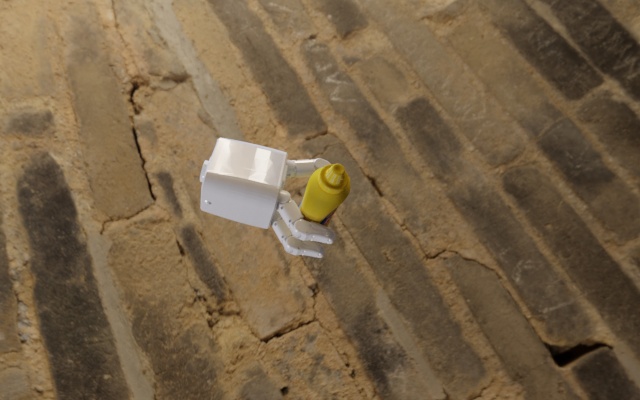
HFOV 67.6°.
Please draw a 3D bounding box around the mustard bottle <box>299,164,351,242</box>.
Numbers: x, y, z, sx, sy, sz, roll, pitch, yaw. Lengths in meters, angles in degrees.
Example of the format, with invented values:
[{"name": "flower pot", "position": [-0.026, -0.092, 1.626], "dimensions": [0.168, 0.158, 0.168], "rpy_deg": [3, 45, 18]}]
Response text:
[{"name": "mustard bottle", "position": [0.000, 0.003, 0.704], "dimensions": [0.058, 0.096, 0.192], "rpy_deg": [35, -31, 5]}]
